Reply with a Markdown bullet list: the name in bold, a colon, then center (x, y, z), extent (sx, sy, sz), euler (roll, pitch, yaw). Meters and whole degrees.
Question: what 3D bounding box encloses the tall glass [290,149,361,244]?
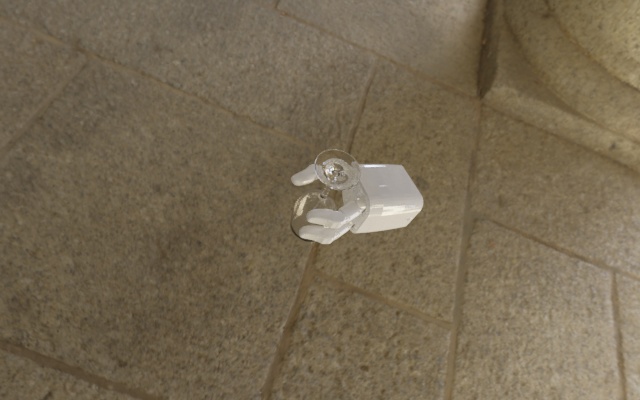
- **tall glass**: center (0.000, 0.002, 0.802), extent (0.079, 0.079, 0.201), euler (0, -30, -19)
